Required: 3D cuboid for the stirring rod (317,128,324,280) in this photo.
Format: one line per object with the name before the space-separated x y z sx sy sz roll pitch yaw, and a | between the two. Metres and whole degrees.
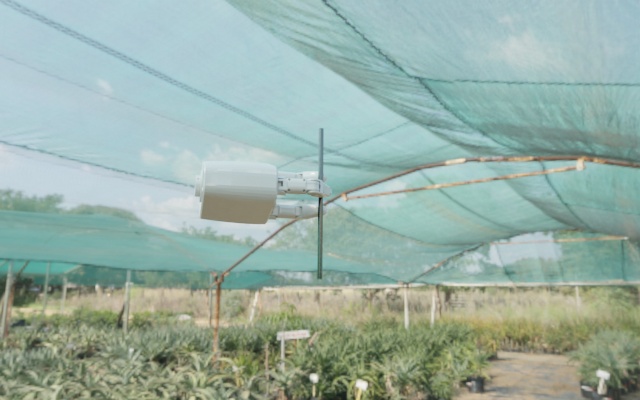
stirring rod | 0.000 0.003 0.751 0.011 0.239 0.011 1 -10 0
